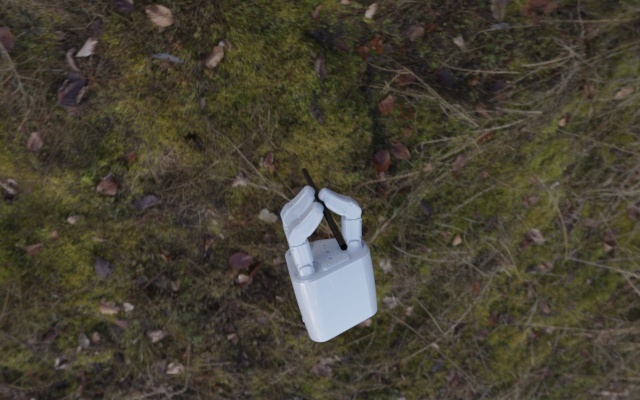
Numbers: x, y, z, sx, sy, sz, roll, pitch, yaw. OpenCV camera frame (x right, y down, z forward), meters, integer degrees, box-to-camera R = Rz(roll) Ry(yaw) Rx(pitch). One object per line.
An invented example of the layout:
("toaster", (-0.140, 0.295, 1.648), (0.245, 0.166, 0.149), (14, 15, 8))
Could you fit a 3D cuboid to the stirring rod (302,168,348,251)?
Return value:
("stirring rod", (0.000, 0.002, 0.604), (0.011, 0.011, 0.239), (0, 23, -13))
